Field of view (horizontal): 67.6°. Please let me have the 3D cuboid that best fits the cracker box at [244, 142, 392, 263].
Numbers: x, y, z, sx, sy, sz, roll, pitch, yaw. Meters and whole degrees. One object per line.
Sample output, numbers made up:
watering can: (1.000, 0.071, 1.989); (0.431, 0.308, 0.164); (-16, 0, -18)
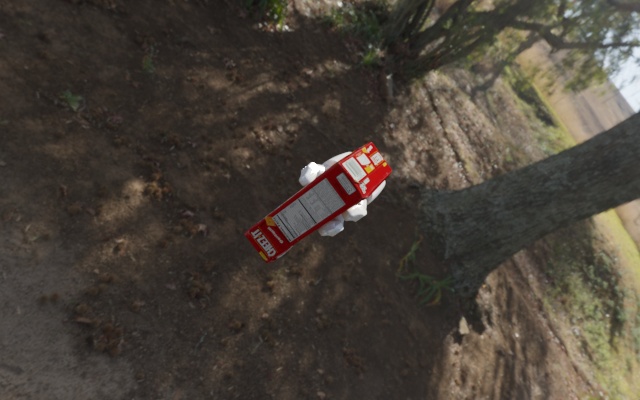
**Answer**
cracker box: (0.000, 0.002, 0.791); (0.214, 0.072, 0.164); (-36, 1, 29)
